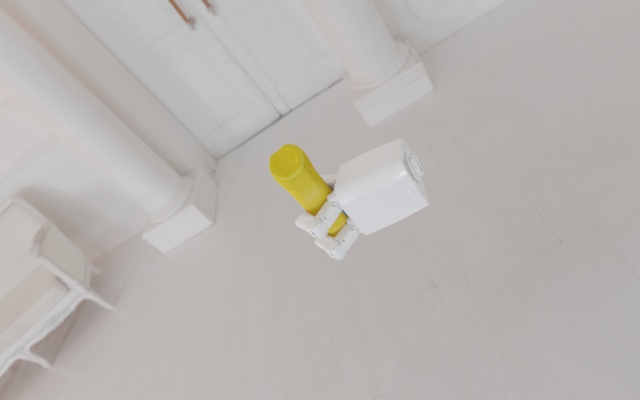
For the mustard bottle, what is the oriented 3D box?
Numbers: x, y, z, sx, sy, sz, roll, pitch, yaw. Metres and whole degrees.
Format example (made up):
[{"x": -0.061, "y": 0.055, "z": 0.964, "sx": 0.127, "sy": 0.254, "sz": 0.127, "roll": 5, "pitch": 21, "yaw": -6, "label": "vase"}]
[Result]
[{"x": 0.000, "y": 0.002, "z": 0.734, "sx": 0.192, "sy": 0.058, "sz": 0.096, "roll": 50, "pitch": 0, "yaw": -34, "label": "mustard bottle"}]
